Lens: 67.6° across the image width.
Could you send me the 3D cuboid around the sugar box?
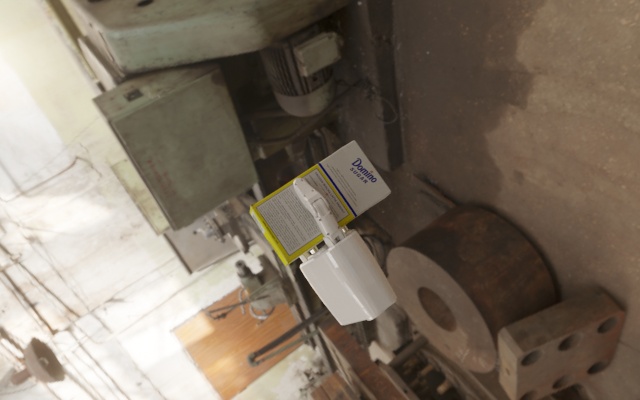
[{"bbox_3d":[0.000,0.002,0.661,0.176,0.093,0.048,-33,-6,-16],"label":"sugar box"}]
